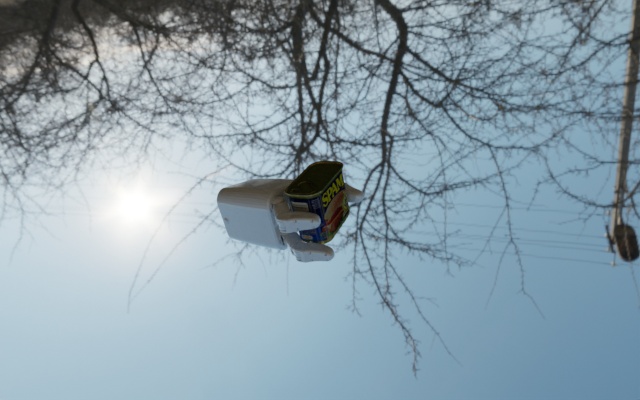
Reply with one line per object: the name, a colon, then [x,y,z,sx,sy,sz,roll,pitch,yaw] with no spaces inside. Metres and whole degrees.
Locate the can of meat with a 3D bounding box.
can of meat: [0.000,0.003,0.693,0.057,0.084,0.102,4,33,28]
